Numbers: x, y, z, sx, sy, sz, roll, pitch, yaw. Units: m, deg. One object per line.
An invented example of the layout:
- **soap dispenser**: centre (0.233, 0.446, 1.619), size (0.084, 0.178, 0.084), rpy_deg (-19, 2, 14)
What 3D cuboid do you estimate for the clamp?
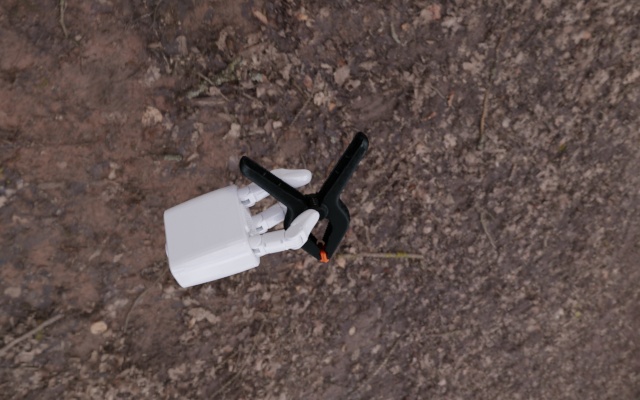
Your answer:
- **clamp**: centre (0.000, 0.003, 0.653), size (0.164, 0.210, 0.036), rpy_deg (-17, 41, 3)
